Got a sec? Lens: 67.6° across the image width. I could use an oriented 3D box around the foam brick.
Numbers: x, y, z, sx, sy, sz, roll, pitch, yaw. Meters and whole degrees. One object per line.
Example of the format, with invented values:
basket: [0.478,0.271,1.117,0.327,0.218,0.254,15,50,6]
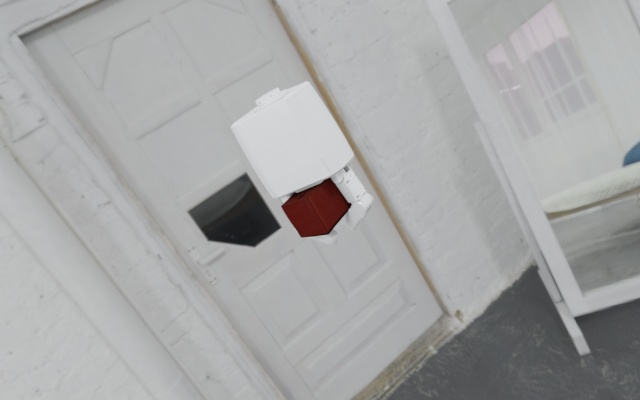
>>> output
foam brick: [0.000,0.002,0.594,0.053,0.051,0.078,-13,26,45]
